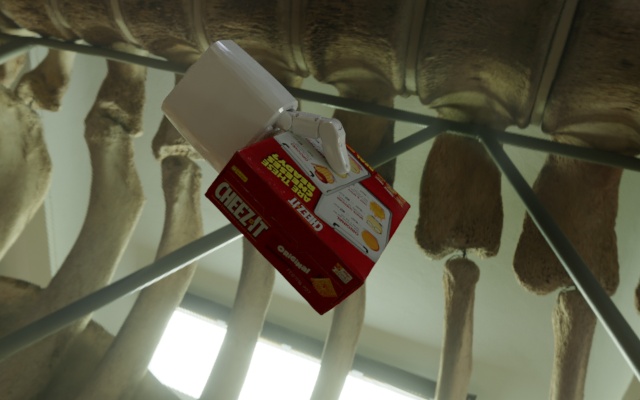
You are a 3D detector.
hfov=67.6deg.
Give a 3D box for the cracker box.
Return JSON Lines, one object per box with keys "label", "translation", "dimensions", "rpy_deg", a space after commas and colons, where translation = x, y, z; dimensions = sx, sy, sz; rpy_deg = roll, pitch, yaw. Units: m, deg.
{"label": "cracker box", "translation": [0.000, 0.002, 0.525], "dimensions": [0.072, 0.164, 0.213], "rpy_deg": [-46, -3, 28]}
